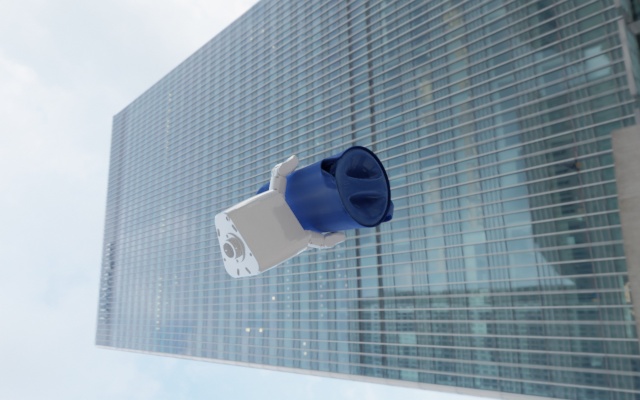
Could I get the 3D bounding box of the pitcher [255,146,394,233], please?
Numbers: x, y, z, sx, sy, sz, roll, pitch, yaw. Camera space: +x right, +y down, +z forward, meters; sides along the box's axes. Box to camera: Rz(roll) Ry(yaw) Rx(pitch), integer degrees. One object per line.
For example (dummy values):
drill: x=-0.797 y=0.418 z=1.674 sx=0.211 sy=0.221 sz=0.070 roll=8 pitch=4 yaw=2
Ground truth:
pitcher: x=0.000 y=0.003 z=0.845 sx=0.243 sy=0.149 sz=0.145 roll=-14 pitch=10 yaw=45
